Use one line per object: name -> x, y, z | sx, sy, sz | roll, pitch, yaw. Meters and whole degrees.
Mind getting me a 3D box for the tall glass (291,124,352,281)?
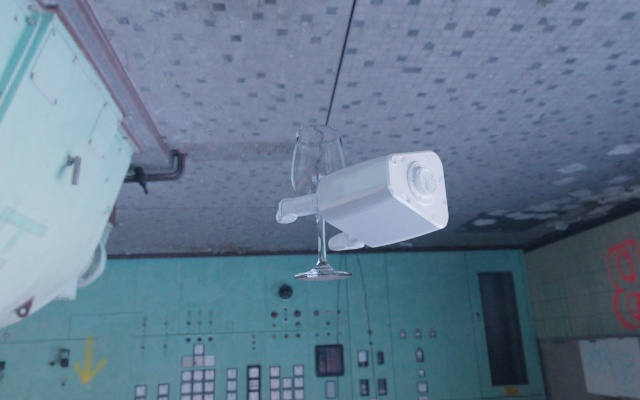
tall glass -> 0.000, 0.003, 0.639 | 0.079, 0.201, 0.079 | -2, -16, -1
